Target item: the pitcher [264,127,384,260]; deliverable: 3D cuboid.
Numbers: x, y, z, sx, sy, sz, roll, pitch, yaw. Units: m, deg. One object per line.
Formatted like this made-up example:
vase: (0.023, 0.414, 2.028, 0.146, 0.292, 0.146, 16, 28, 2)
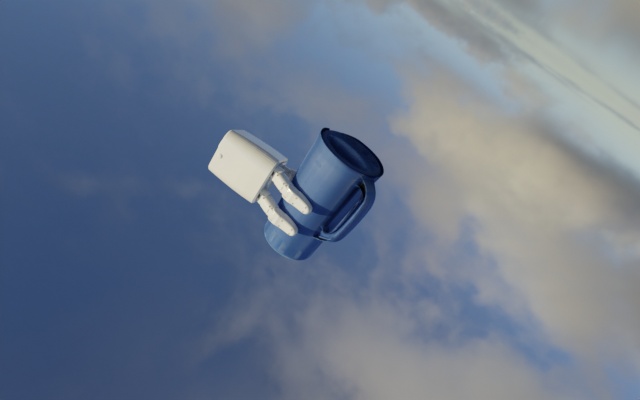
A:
pitcher: (0.000, 0.003, 0.875, 0.145, 0.243, 0.149, 35, 28, -1)
